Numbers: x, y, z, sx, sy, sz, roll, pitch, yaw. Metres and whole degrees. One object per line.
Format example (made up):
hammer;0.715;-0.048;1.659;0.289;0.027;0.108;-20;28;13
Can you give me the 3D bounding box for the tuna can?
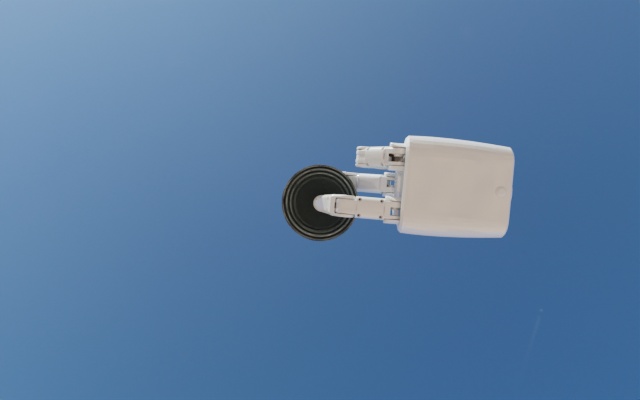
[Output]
tuna can;0.000;0.002;0.547;0.086;0.086;0.034;0;4;2
